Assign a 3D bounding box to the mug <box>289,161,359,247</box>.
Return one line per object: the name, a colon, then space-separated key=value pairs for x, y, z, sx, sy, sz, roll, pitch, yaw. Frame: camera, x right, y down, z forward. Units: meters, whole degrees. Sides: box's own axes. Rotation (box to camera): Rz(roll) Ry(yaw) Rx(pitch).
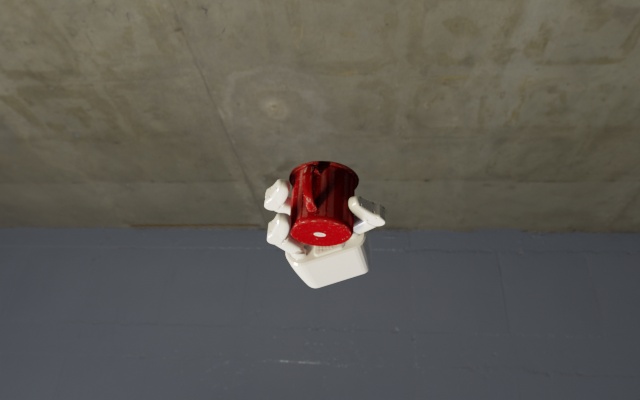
mug: x=0.000 y=0.001 z=0.604 sx=0.093 sy=0.081 sz=0.117 roll=-3 pitch=-30 yaw=12
